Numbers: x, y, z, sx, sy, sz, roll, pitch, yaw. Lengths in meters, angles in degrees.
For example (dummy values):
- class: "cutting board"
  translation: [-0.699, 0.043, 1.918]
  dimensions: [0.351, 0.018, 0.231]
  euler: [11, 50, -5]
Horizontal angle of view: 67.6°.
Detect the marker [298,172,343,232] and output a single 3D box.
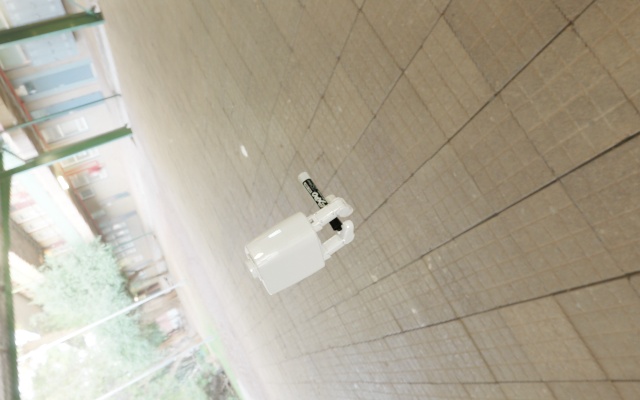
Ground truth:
- class: "marker"
  translation: [0.000, 0.003, 0.792]
  dimensions: [0.020, 0.121, 0.020]
  euler: [-29, -24, -14]
